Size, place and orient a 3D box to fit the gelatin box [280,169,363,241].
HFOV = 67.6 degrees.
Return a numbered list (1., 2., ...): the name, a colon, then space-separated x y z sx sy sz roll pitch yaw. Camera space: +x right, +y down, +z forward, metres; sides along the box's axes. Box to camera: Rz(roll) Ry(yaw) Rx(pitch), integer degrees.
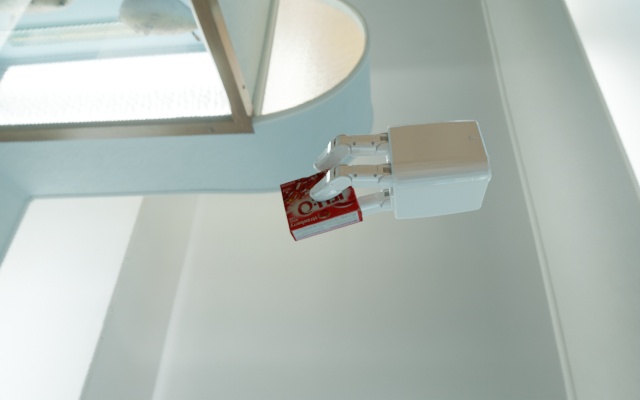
1. gelatin box: 0.000 0.002 0.587 0.089 0.073 0.030 -17 -36 3
